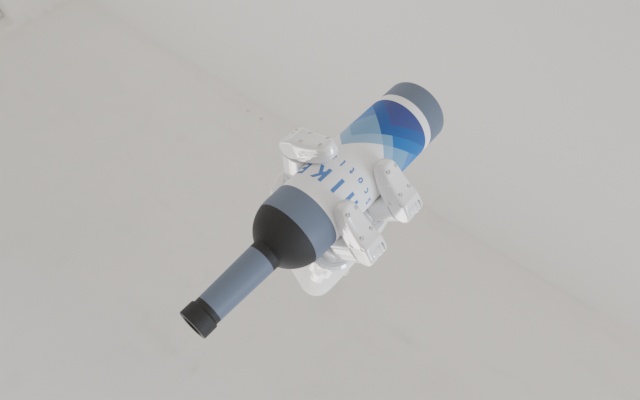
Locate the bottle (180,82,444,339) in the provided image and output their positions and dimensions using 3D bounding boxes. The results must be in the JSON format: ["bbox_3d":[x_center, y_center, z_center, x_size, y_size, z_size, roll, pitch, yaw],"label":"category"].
[{"bbox_3d":[0.000,0.001,0.418,0.295,0.069,0.069,-44,23,-26],"label":"bottle"}]
